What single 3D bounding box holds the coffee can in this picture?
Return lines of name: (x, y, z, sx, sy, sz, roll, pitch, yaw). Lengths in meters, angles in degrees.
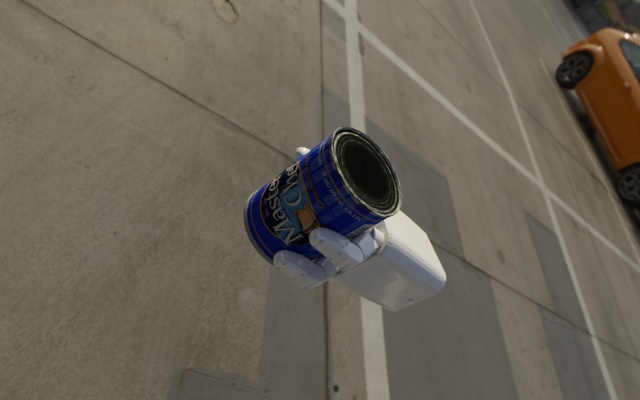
coffee can: (0.000, 0.002, 0.510, 0.140, 0.102, 0.103, -34, -21, 35)
